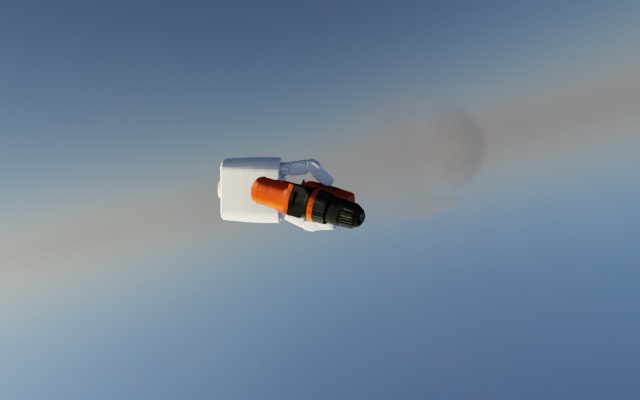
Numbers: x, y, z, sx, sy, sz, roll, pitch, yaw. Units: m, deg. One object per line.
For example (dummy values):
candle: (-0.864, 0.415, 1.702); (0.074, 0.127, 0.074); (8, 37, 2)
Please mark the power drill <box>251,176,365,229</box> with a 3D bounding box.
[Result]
power drill: (0.000, 0.003, 0.792); (0.184, 0.057, 0.187); (17, 4, 17)
